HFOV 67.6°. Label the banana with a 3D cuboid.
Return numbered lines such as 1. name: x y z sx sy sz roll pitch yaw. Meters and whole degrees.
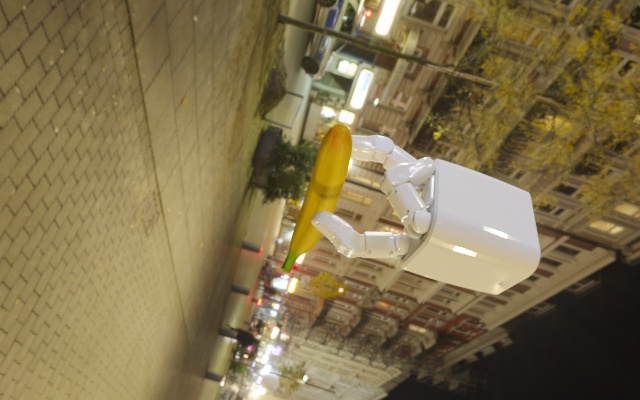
1. banana: 0.002 -0.006 0.512 0.037 0.198 0.069 18 36 -2
